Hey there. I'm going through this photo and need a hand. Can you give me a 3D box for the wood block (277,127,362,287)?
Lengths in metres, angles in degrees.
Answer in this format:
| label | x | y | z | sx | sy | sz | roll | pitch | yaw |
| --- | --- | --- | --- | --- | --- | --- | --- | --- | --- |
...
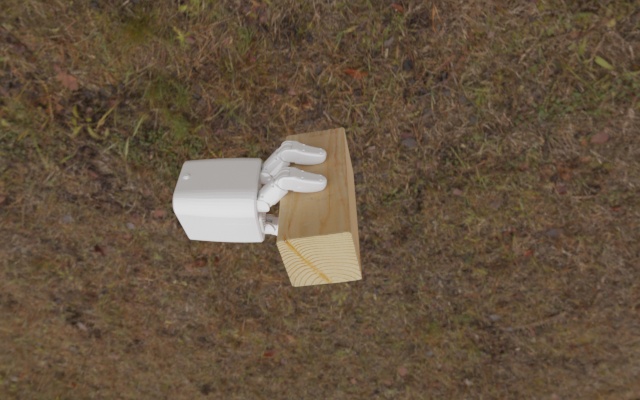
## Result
| label | x | y | z | sx | sy | sz | roll | pitch | yaw |
| --- | --- | --- | --- | --- | --- | --- | --- | --- | --- |
| wood block | 0.000 | 0.002 | 0.642 | 0.090 | 0.091 | 0.206 | -8 | 43 | 7 |
